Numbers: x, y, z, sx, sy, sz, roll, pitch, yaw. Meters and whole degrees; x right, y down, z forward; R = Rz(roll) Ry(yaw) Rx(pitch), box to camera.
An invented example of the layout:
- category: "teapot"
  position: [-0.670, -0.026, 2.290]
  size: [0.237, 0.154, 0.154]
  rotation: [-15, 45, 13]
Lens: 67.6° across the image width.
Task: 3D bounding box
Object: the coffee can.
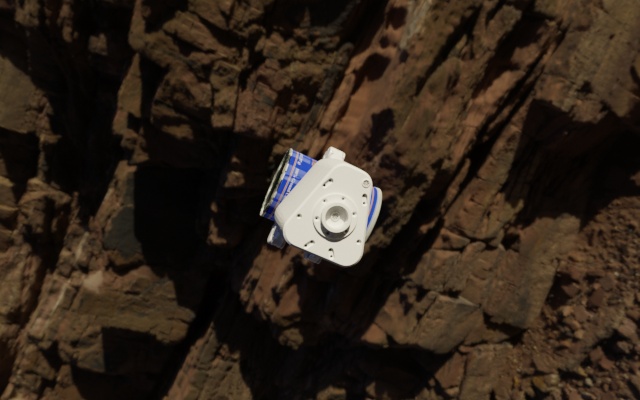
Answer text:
- category: "coffee can"
  position: [0.000, 0.002, 0.668]
  size: [0.140, 0.103, 0.103]
  rotation: [24, -5, -10]
